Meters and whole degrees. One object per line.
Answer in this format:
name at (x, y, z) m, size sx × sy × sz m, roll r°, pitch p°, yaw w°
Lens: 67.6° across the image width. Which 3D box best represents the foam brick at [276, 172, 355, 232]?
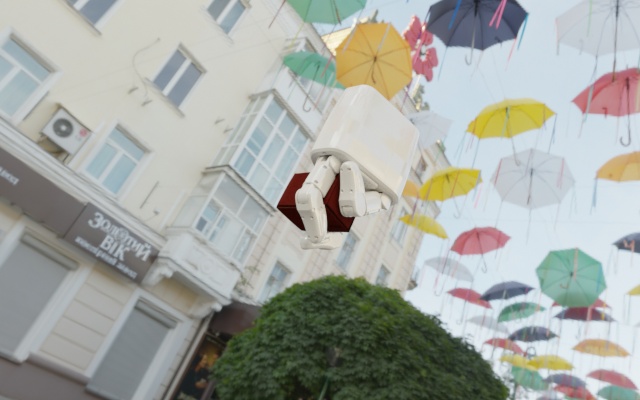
foam brick at (0.000, 0.002, 0.556) m, size 0.078 × 0.051 × 0.053 m, roll -1°, pitch -36°, yaw 40°
